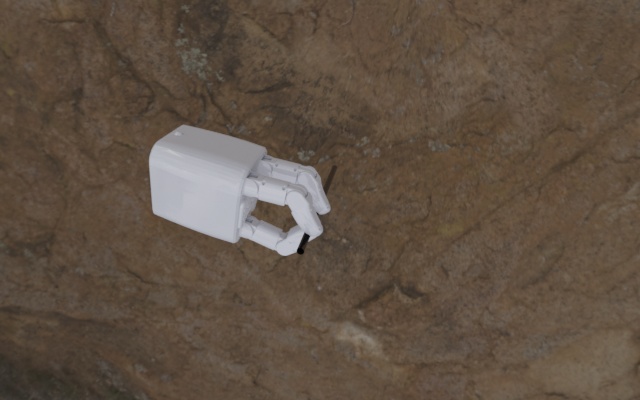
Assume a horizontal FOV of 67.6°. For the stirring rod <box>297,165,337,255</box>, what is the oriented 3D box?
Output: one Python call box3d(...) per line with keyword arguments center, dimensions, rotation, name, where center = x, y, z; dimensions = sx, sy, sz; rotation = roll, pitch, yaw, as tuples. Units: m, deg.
box3d(center=(0.000, 0.002, 0.600), dimensions=(0.011, 0.011, 0.239), rotation=(0, 25, 11), name="stirring rod")
